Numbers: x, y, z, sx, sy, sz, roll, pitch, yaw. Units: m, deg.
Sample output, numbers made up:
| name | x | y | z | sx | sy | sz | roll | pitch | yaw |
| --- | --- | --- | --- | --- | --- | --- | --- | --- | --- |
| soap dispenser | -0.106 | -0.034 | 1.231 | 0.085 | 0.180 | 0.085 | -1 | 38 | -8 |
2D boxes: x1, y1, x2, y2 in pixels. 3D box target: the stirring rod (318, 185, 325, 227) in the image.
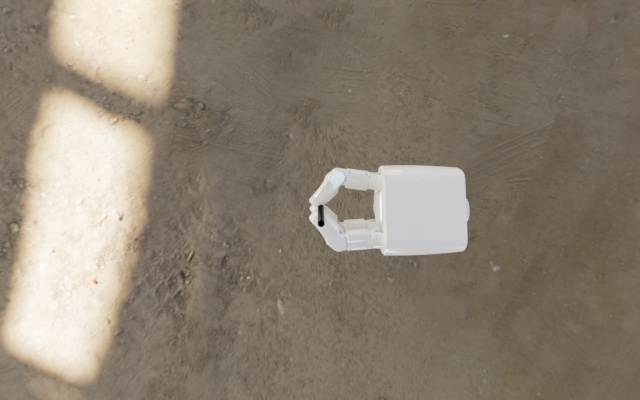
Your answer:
| name | x | y | z | sx | sy | sz | roll | pitch | yaw |
| --- | --- | --- | --- | --- | --- | --- | --- | --- | --- |
| stirring rod | 0.000 | 0.002 | 0.656 | 0.011 | 0.011 | 0.239 | 0 | 12 | 0 |
